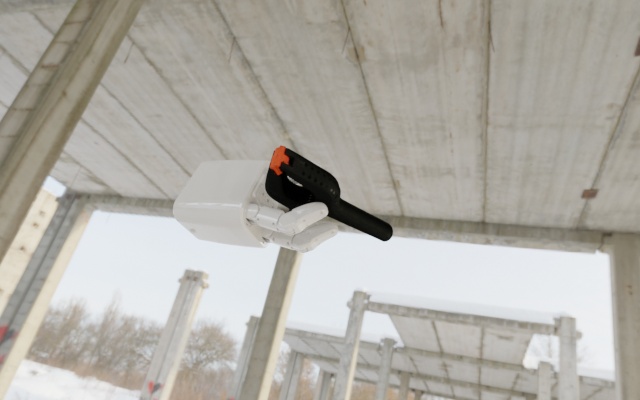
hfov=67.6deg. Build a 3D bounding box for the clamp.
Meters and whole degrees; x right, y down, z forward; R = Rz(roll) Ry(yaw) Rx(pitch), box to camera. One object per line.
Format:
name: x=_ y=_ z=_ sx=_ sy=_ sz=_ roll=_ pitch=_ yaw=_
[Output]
clamp: x=0.000 y=0.001 z=0.608 sx=0.164 sy=0.036 sz=0.210 roll=3 pitch=-28 yaw=19
